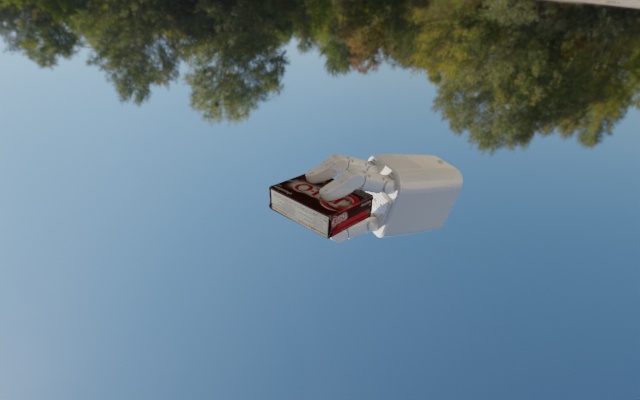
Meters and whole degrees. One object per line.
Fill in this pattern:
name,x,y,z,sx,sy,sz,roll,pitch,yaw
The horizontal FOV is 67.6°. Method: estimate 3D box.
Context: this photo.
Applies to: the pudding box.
pudding box,0.000,0.002,0.643,0.113,0.039,0.090,23,31,36
